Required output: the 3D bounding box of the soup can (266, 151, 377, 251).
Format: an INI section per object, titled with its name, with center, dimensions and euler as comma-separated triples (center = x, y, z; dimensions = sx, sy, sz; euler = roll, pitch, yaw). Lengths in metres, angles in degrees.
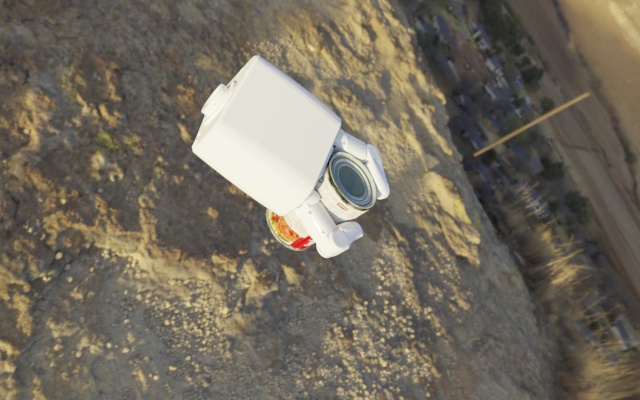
[soup can]
center = 0.001, 0.002, 0.500
dimensions = 0.068, 0.068, 0.102
euler = 0, -27, -47
